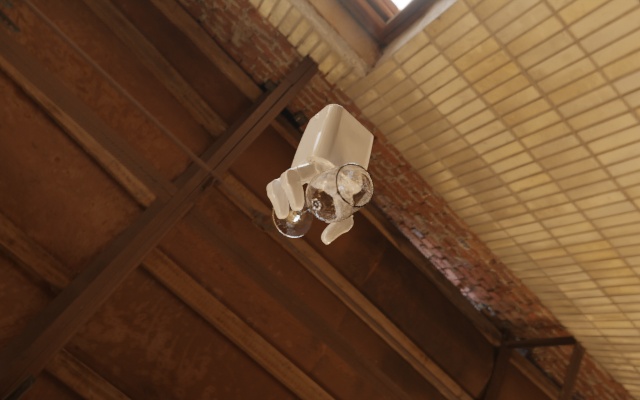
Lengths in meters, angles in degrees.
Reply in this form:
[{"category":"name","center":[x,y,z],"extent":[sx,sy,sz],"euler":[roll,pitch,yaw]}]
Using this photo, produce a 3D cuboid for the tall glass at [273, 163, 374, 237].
[{"category":"tall glass","center":[0.000,0.003,0.729],"extent":[0.079,0.079,0.201],"euler":[0,-14,-29]}]
